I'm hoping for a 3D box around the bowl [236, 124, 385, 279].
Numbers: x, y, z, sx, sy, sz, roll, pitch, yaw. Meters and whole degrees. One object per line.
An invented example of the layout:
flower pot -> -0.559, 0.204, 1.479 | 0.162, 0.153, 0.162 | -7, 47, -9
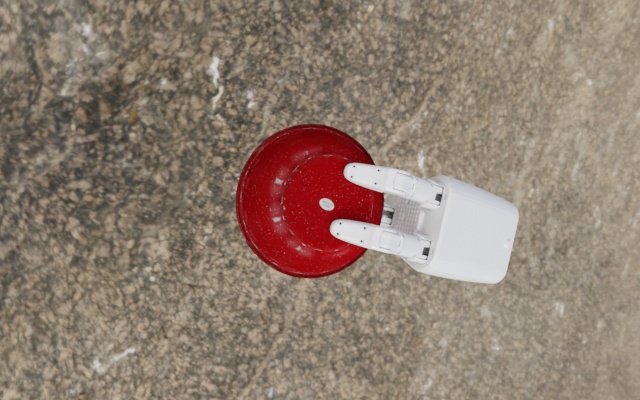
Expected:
bowl -> -0.001, 0.002, 0.473 | 0.162, 0.162, 0.055 | 0, 1, -17
